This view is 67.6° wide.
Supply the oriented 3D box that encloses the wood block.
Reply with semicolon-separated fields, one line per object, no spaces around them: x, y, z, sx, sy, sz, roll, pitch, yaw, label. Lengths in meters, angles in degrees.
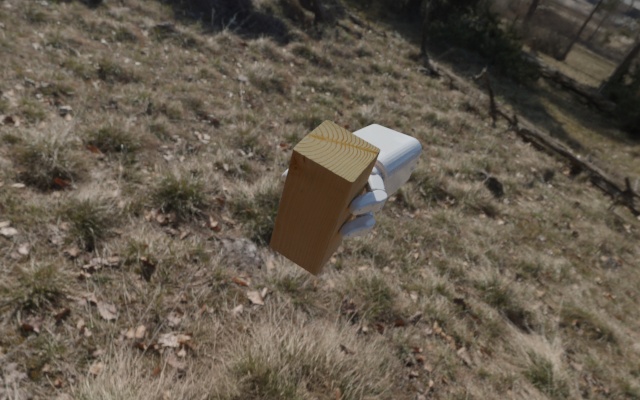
0.000;0.002;0.692;0.091;0.206;0.090;31;46;12;wood block
